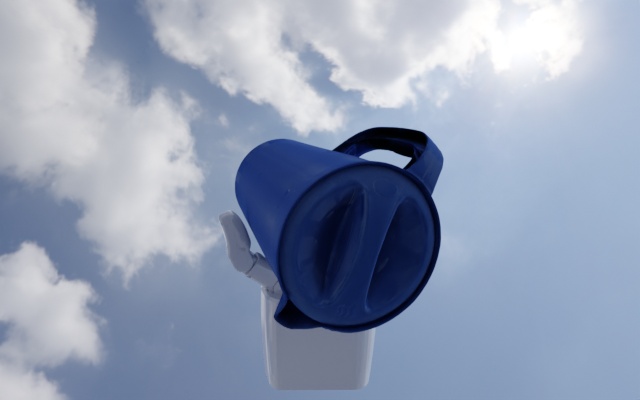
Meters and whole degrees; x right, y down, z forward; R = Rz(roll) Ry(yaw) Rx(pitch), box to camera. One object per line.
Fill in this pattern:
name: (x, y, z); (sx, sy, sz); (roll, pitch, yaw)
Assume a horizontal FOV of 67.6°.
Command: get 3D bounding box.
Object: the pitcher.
pitcher: (0.000, 0.002, 0.453); (0.149, 0.145, 0.242); (-6, 17, -19)
